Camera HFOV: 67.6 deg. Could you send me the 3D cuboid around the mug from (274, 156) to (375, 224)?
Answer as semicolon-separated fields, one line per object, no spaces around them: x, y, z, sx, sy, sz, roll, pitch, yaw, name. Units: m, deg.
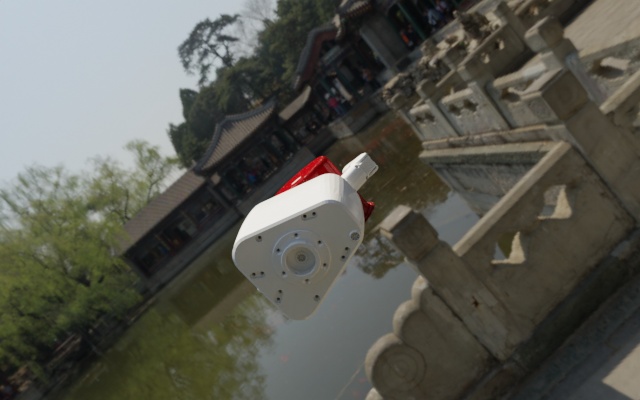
0.000;0.001;0.555;0.093;0.081;0.117;-40;10;8;mug
